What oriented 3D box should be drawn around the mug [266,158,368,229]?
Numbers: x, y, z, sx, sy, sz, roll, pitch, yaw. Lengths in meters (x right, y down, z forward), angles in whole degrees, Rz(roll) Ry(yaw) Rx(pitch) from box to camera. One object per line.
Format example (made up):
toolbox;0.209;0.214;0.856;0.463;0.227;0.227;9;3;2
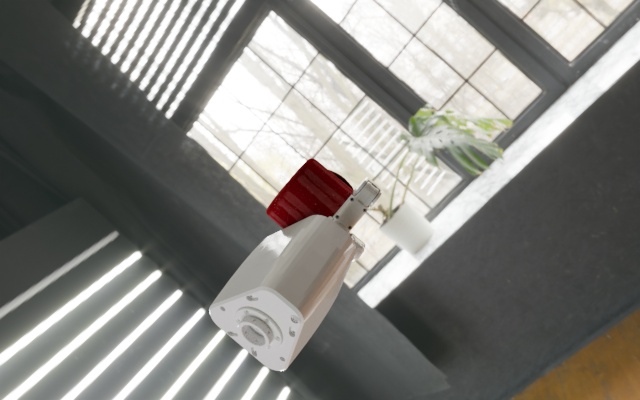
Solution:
mug;0.001;0.001;0.535;0.093;0.081;0.117;-49;2;42
